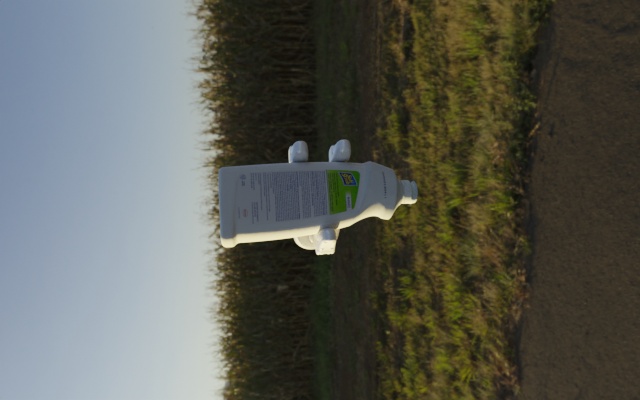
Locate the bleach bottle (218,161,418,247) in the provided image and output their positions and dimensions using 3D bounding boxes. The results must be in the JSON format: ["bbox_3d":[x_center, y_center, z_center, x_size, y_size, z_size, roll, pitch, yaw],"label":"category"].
[{"bbox_3d":[0.000,0.002,0.609,0.251,0.102,0.068,-2,-6,-9],"label":"bleach bottle"}]
